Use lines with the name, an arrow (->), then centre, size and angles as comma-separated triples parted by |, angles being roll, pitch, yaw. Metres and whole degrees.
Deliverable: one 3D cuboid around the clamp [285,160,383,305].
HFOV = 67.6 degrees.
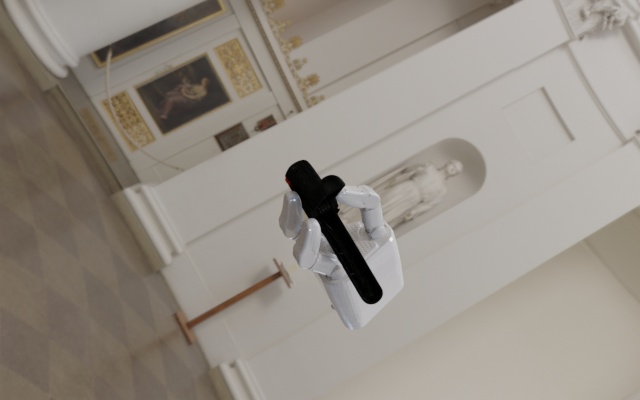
clamp -> 0.001, 0.001, 0.548 | 0.036, 0.165, 0.210 | -26, 40, -9
